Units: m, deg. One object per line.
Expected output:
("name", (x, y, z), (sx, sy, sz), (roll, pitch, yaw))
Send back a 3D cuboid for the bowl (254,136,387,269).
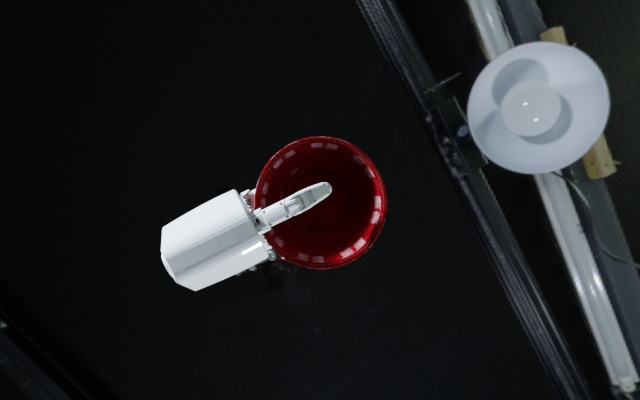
("bowl", (0.001, 0.002, 0.603), (0.162, 0.162, 0.055), (0, 4, -1))
